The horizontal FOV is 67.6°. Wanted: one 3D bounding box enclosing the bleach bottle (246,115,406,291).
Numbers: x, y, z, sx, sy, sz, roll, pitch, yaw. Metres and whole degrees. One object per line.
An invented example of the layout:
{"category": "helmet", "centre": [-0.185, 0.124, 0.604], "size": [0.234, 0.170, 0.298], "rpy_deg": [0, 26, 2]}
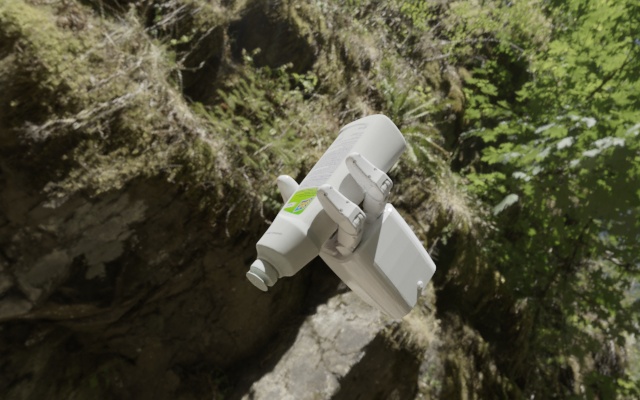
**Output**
{"category": "bleach bottle", "centre": [0.000, 0.002, 0.562], "size": [0.250, 0.068, 0.102], "rpy_deg": [-50, 19, -28]}
